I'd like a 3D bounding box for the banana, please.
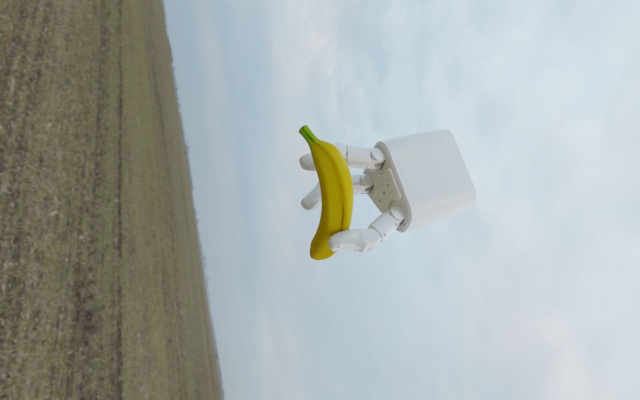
[{"bbox_3d":[0.010,0.008,0.571,0.037,0.198,0.069,-22,40,-26],"label":"banana"}]
